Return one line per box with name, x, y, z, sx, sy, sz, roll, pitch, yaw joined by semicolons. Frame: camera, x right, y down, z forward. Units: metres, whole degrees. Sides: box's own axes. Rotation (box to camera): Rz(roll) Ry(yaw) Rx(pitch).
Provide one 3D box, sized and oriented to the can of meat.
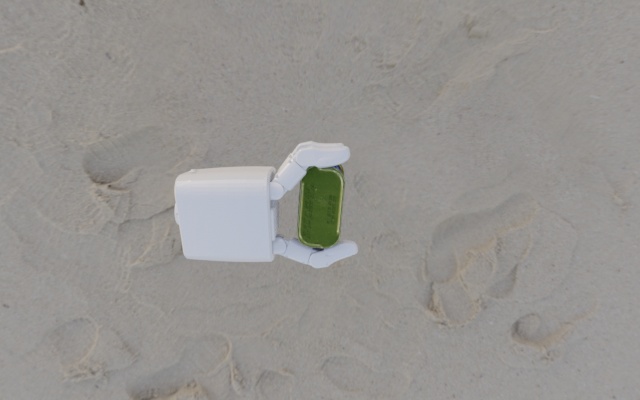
can of meat;0.000;0.002;0.586;0.057;0.102;0.084;4;9;0
